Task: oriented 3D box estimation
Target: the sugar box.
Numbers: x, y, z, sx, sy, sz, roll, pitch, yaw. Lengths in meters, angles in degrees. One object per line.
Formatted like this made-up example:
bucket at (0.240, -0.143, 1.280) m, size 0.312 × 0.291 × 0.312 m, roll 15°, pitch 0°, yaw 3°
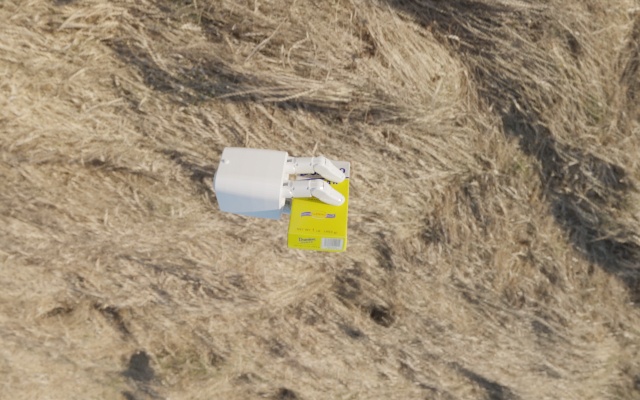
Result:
sugar box at (0.000, 0.002, 0.795) m, size 0.093 × 0.176 × 0.048 m, roll 5°, pitch -41°, yaw 0°
